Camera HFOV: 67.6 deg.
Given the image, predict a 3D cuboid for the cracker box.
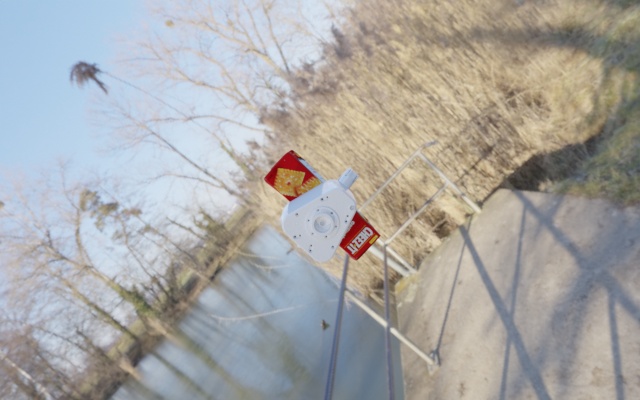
[{"bbox_3d":[0.000,0.003,0.877,0.214,0.072,0.164,43,4,-6],"label":"cracker box"}]
